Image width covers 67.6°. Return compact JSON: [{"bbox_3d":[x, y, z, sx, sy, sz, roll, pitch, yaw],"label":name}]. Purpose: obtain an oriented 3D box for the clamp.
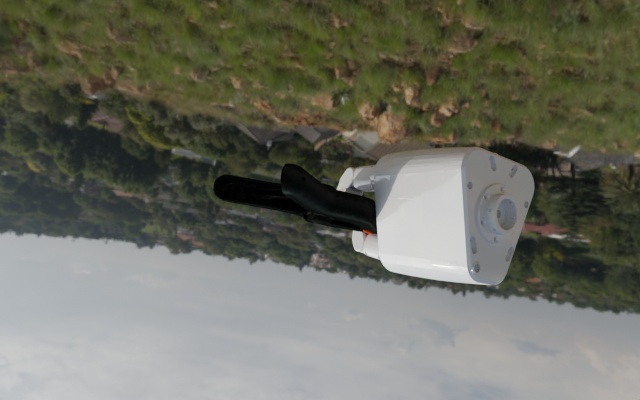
[{"bbox_3d":[0.000,0.002,0.439,0.171,0.039,0.120,13,-6,-30],"label":"clamp"}]
